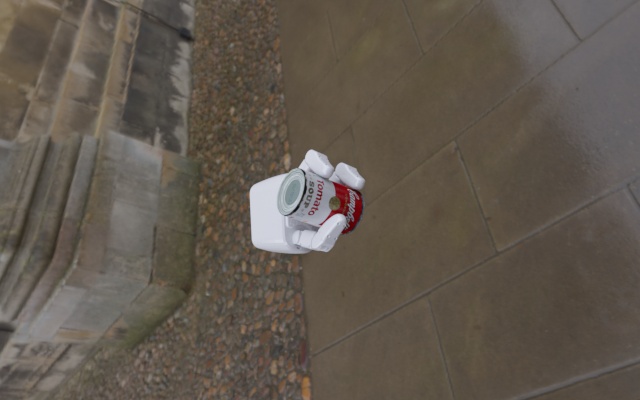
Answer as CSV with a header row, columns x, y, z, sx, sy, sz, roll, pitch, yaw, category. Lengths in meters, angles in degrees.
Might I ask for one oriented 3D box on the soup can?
x,y,z,sx,sy,sz,roll,pitch,yaw,category
0.000,0.002,0.653,0.102,0.068,0.068,20,-11,-33,soup can
